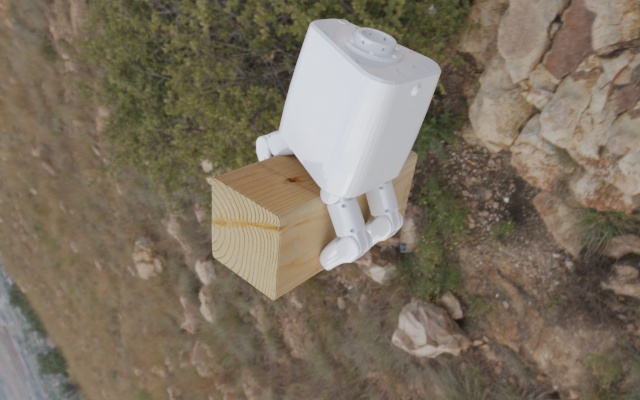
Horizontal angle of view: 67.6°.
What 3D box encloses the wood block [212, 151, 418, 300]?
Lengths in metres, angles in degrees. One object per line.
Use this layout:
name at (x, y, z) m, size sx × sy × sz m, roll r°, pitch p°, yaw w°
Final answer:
wood block at (0.000, 0.001, 0.488) m, size 0.090 × 0.090 × 0.206 m, roll 28°, pitch 36°, yaw 33°
